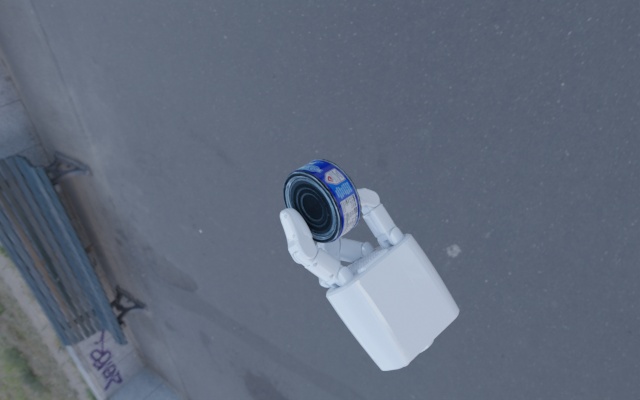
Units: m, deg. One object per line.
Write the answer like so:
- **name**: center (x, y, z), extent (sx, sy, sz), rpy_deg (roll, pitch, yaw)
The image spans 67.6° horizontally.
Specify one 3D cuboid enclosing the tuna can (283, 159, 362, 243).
- **tuna can**: center (0.000, 0.002, 0.505), extent (0.033, 0.086, 0.086), rpy_deg (-31, 20, -37)
